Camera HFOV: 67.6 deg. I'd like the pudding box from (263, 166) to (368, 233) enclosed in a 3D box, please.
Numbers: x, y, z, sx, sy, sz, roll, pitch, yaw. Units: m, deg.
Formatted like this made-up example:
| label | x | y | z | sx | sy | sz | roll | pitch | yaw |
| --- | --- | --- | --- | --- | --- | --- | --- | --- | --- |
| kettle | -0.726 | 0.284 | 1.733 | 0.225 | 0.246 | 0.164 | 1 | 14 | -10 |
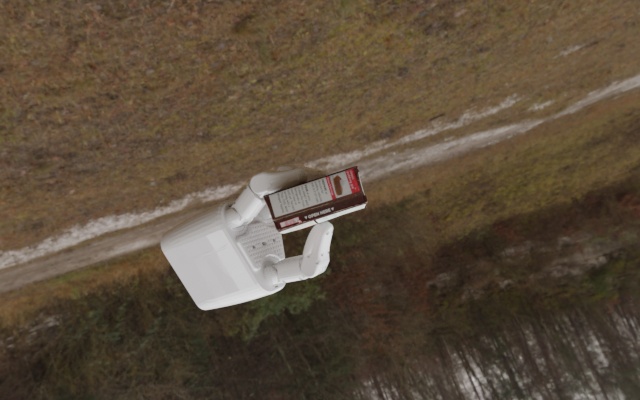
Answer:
| label | x | y | z | sx | sy | sz | roll | pitch | yaw |
| --- | --- | --- | --- | --- | --- | --- | --- | --- | --- |
| pudding box | 0.000 | 0.002 | 0.475 | 0.090 | 0.039 | 0.113 | -19 | -3 | 3 |
